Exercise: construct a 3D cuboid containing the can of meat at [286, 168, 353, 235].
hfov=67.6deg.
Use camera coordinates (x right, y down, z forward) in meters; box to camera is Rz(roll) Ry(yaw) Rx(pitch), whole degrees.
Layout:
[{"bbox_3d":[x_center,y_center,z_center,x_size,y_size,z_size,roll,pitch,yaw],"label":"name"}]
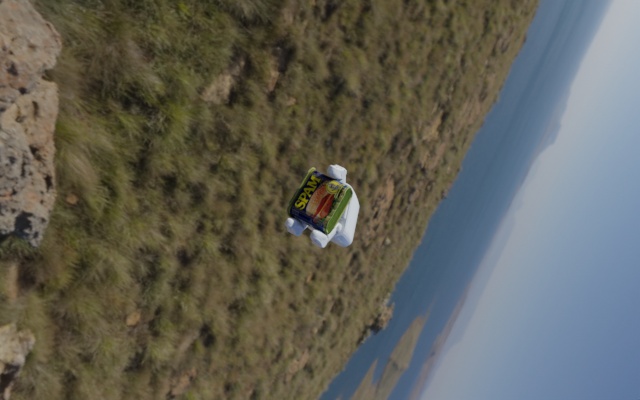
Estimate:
[{"bbox_3d":[0.000,0.003,0.882,0.084,0.102,0.057,26,-13,19],"label":"can of meat"}]
